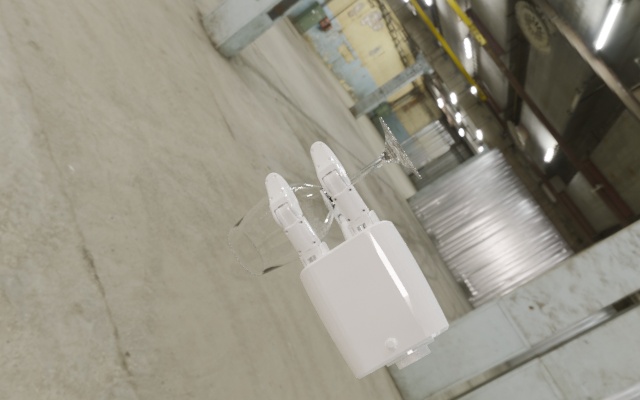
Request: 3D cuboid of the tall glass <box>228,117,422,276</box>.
[{"bbox_3d":[0.001,0.001,0.498,0.201,0.079,0.079,-34,-8,12],"label":"tall glass"}]
